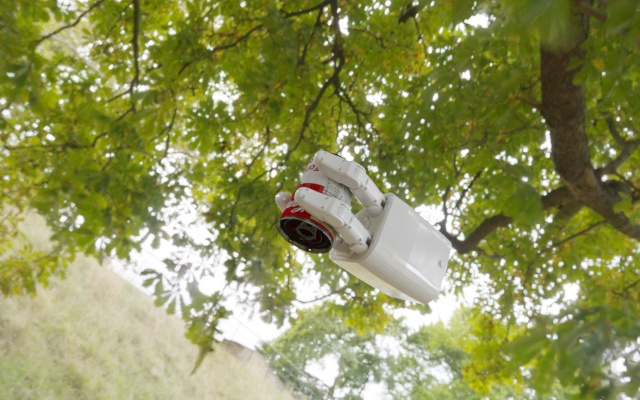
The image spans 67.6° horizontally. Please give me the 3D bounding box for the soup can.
[{"bbox_3d":[0.000,0.001,0.561,0.068,0.102,0.069,18,-32,12],"label":"soup can"}]
